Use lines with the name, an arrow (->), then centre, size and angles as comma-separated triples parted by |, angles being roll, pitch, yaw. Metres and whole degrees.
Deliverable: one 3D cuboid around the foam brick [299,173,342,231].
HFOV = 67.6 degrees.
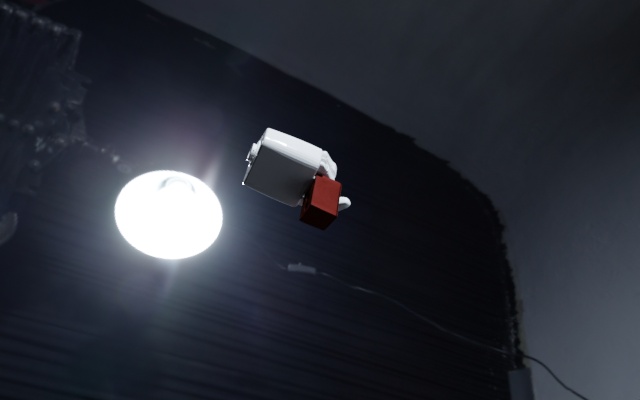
foam brick -> 0.000, 0.003, 0.837 | 0.051, 0.078, 0.053 | 23, -42, -15
